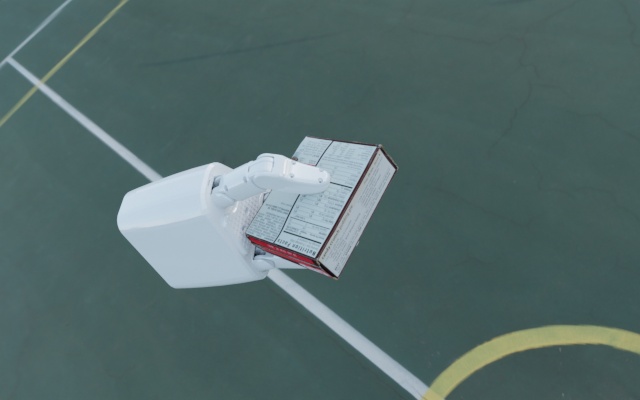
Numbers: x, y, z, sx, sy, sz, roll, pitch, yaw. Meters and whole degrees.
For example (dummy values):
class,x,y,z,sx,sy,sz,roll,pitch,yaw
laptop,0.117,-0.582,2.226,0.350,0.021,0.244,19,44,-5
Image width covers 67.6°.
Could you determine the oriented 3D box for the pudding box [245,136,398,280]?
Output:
class,x,y,z,sx,sy,sz,roll,pitch,yaw
pudding box,0.000,0.001,0.406,0.090,0.113,0.039,15,-21,42
